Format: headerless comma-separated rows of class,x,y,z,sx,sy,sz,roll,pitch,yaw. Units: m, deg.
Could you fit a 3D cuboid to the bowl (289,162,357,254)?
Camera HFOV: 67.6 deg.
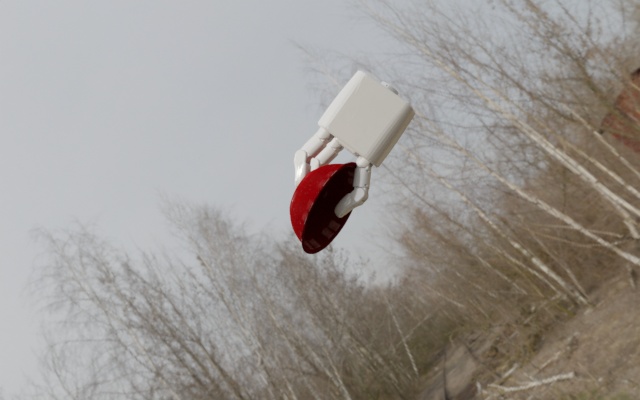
bowl,-0.001,0.003,0.757,0.055,0.162,0.162,28,12,23
